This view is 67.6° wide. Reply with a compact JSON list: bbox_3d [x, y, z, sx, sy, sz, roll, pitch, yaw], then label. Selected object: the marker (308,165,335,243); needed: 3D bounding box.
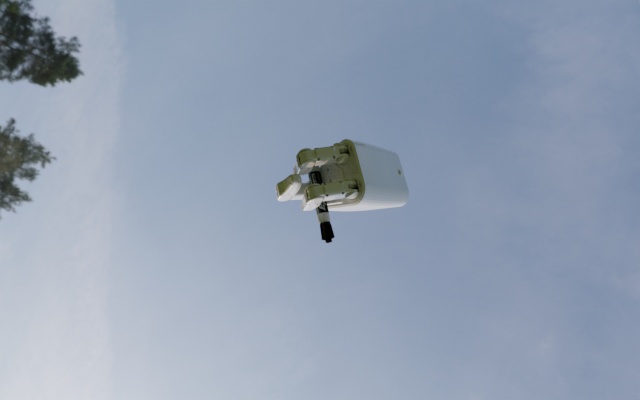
[{"bbox_3d":[0.000,0.002,0.686,0.020,0.121,0.020,-11,-18,-4],"label":"marker"}]
